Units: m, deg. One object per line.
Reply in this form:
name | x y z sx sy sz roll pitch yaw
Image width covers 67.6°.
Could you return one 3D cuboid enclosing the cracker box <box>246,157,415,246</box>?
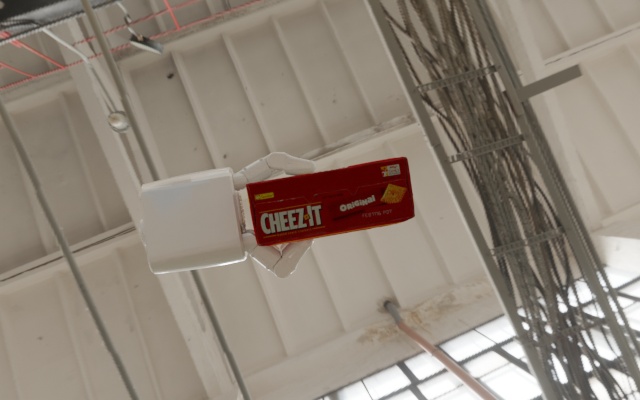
cracker box | 0.000 0.002 0.570 0.164 0.072 0.213 -11 2 -7
